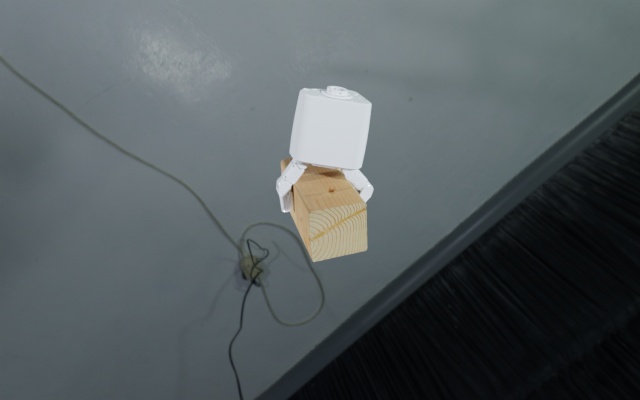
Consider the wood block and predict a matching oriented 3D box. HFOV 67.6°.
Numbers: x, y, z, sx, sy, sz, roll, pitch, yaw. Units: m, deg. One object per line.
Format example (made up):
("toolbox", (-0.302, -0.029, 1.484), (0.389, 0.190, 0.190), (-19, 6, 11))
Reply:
("wood block", (0.000, 0.002, 0.802), (0.091, 0.090, 0.206), (-10, 29, -12))
